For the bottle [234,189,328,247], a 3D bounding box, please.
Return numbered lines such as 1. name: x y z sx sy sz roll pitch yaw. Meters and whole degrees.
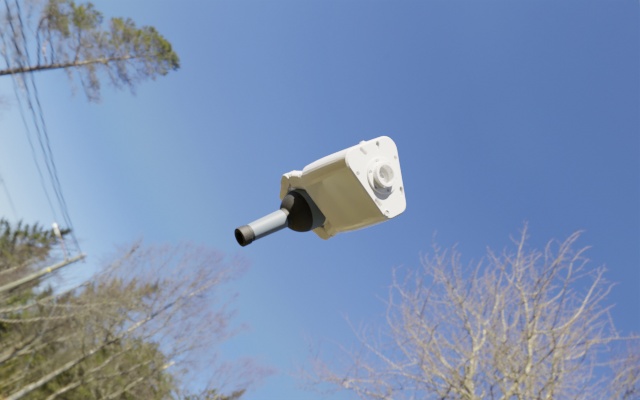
1. bottle: 0.000 0.002 0.733 0.295 0.069 0.069 -24 14 -35
